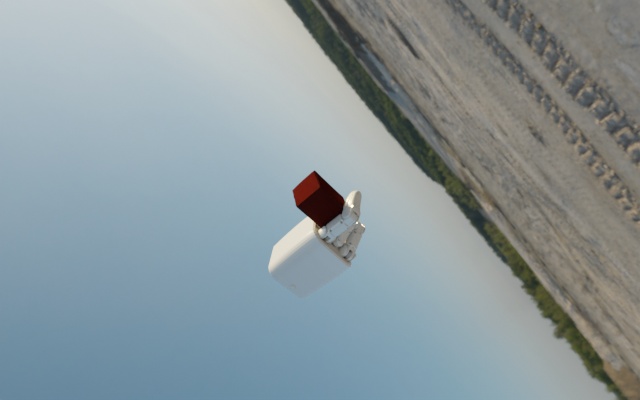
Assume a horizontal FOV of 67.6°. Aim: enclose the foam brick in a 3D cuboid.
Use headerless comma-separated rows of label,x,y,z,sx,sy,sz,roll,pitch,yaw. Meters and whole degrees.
foam brick,0.000,0.002,0.767,0.078,0.051,0.053,43,17,-31
